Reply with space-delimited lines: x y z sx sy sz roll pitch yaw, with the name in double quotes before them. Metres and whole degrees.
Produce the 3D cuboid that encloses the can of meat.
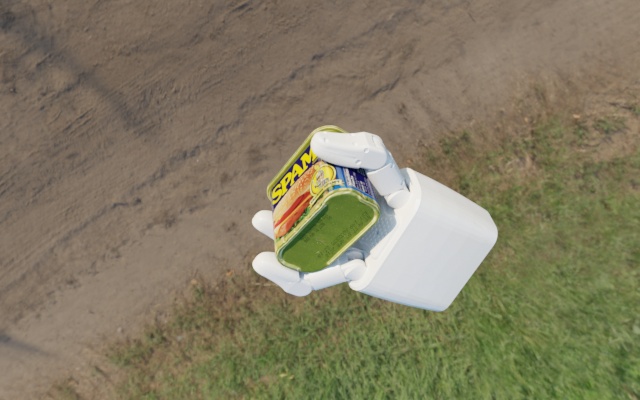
"can of meat" 0.000 0.001 0.412 0.057 0.083 0.102 25 -56 -29
